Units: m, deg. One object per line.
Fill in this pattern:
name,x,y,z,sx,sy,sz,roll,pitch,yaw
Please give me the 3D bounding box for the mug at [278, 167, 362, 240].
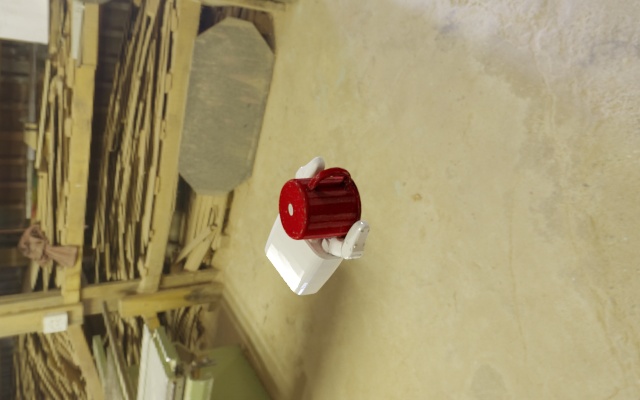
mug,0.000,0.001,0.634,0.081,0.093,0.117,-4,-39,-31
